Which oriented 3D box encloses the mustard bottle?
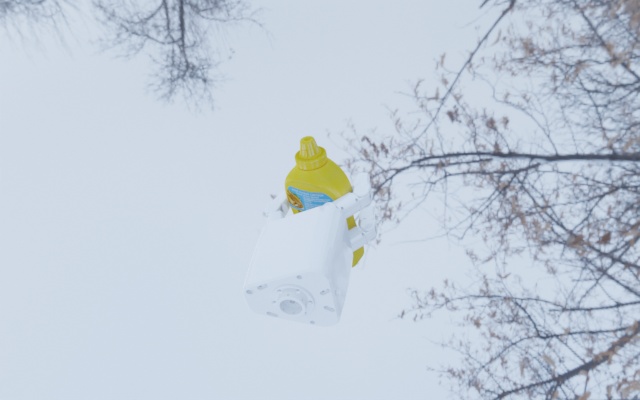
[{"bbox_3d":[0.000,0.002,0.638,0.096,0.192,0.058,14,43,33],"label":"mustard bottle"}]
